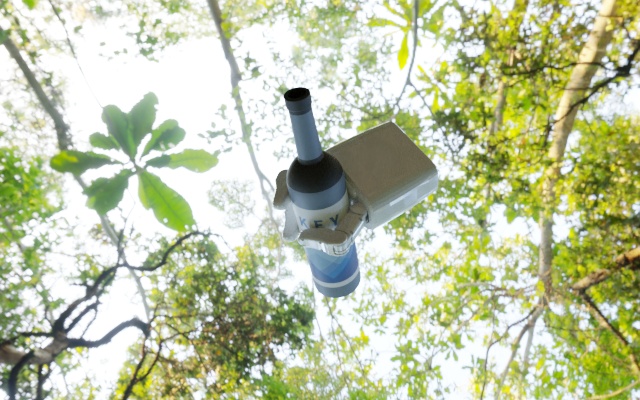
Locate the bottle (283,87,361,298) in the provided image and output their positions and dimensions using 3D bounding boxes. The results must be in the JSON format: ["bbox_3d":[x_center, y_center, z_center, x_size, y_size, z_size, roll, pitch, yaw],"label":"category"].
[{"bbox_3d":[0.000,0.002,0.569,0.069,0.296,0.069,-7,42,6],"label":"bottle"}]
